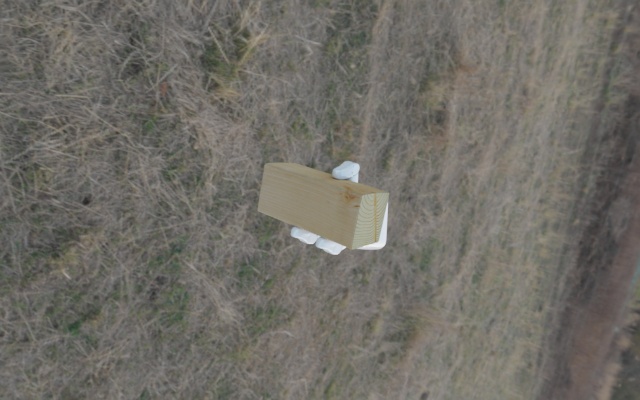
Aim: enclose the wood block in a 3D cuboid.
[{"bbox_3d":[0.001,0.002,0.820,0.206,0.091,0.090,19,15,34],"label":"wood block"}]
